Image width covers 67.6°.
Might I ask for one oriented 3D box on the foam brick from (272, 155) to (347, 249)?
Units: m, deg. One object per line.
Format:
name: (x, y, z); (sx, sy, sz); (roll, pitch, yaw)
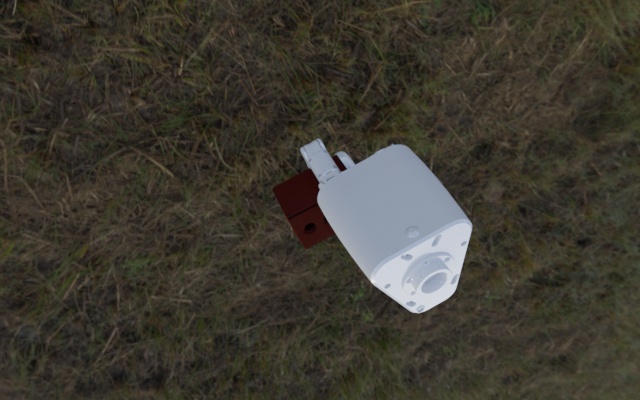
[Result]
foam brick: (0.000, 0.002, 0.485); (0.078, 0.051, 0.053); (-28, -43, -3)
